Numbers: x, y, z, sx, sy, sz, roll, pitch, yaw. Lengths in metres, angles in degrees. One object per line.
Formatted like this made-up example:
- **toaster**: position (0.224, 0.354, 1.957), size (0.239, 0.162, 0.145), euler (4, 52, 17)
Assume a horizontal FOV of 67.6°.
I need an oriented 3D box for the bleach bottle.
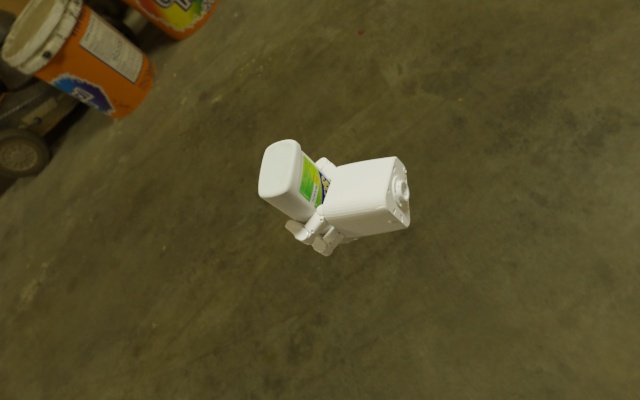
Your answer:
- **bleach bottle**: position (0.000, 0.003, 0.811), size (0.068, 0.102, 0.251), euler (-9, -29, 32)
